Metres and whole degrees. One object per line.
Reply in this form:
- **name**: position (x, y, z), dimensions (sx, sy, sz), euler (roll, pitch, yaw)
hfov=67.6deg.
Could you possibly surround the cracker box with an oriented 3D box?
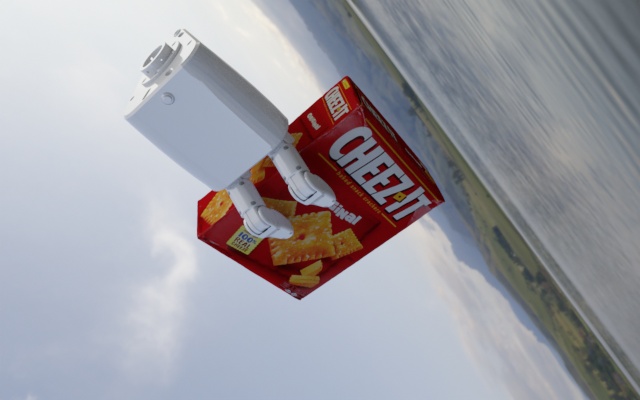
- **cracker box**: position (0.000, 0.002, 0.516), dimensions (0.214, 0.072, 0.164), euler (-37, -52, 17)
